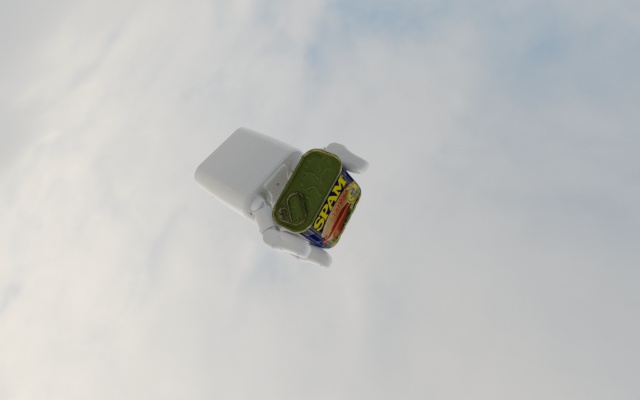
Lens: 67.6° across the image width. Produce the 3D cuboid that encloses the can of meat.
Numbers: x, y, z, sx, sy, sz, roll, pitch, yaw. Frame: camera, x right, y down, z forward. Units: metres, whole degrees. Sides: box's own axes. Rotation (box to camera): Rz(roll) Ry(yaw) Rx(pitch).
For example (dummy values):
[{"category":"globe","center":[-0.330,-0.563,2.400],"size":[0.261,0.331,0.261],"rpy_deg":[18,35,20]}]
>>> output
[{"category":"can of meat","center":[0.000,0.002,0.581],"size":[0.057,0.102,0.084],"rpy_deg":[24,-10,31]}]
